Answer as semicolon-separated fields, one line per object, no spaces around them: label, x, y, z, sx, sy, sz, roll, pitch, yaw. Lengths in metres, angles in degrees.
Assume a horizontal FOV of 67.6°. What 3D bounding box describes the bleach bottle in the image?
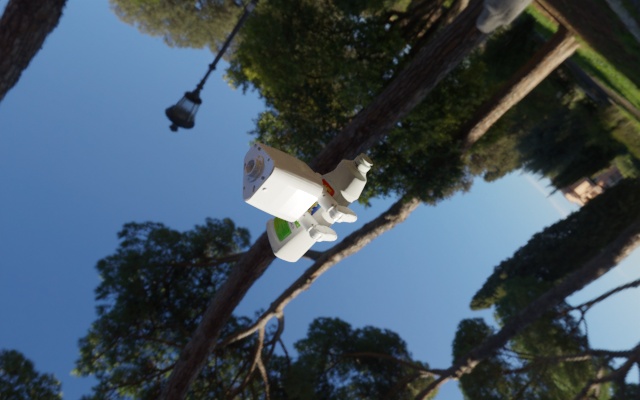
bleach bottle;0.000;0.003;0.895;0.068;0.102;0.251;24;-59;-36
